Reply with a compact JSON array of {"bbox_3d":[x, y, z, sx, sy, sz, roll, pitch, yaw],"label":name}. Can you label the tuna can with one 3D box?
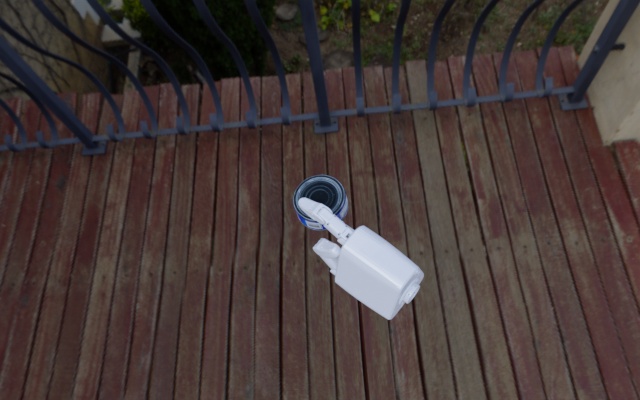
[{"bbox_3d":[0.000,0.002,0.760,0.086,0.086,0.034,0,-28,12],"label":"tuna can"}]
